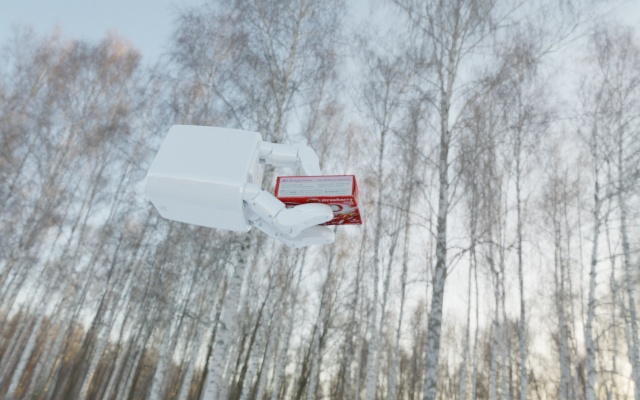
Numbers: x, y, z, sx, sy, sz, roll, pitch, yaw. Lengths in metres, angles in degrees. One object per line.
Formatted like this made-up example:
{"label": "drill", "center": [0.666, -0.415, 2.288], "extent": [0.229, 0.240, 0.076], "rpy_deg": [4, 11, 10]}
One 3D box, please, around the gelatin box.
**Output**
{"label": "gelatin box", "center": [0.000, 0.001, 0.535], "extent": [0.089, 0.030, 0.073], "rpy_deg": [-1, -27, 12]}
